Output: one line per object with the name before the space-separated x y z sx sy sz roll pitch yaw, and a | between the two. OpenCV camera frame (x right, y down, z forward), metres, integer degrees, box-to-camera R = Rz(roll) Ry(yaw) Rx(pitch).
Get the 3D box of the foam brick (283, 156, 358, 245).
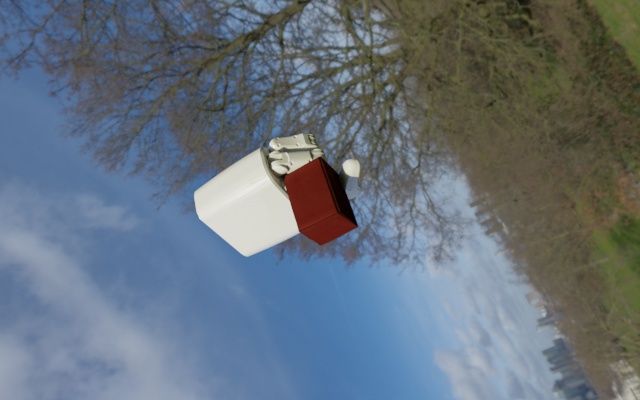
foam brick | 0.000 0.002 0.538 0.051 0.078 0.053 -28 -34 15
